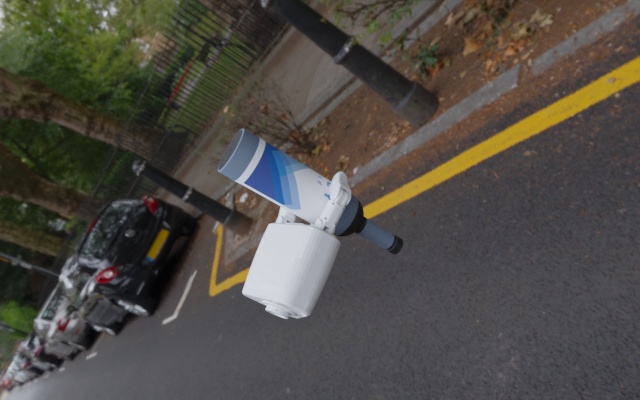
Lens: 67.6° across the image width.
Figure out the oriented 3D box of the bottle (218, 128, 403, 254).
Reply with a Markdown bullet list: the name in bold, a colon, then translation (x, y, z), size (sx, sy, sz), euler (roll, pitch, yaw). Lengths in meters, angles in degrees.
- **bottle**: translation (0.000, 0.002, 0.682), size (0.296, 0.069, 0.069), euler (30, -12, -21)
